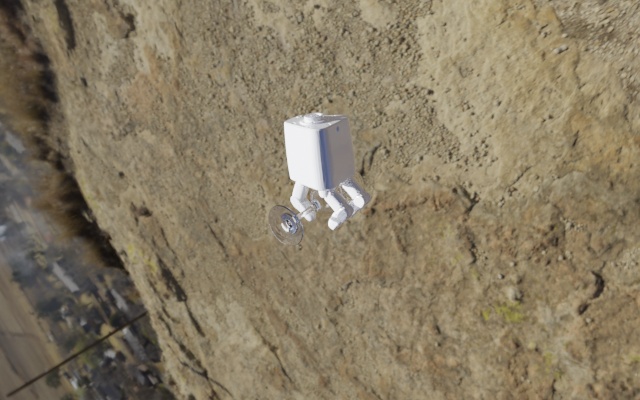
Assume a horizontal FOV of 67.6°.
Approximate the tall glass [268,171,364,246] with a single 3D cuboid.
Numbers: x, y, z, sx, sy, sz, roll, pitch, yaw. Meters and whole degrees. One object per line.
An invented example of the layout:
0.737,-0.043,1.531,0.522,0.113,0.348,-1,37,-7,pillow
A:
0.000,0.003,0.856,0.079,0.079,0.201,0,23,40,tall glass
